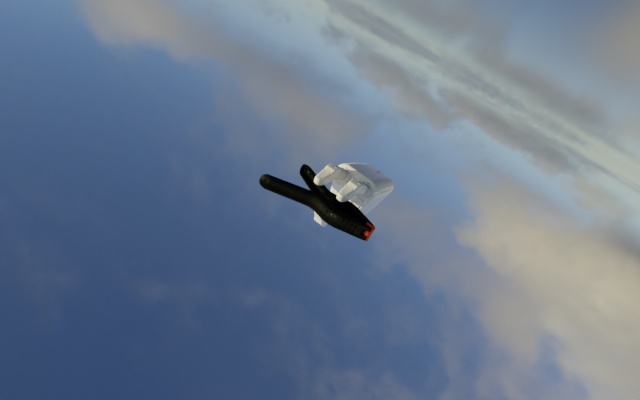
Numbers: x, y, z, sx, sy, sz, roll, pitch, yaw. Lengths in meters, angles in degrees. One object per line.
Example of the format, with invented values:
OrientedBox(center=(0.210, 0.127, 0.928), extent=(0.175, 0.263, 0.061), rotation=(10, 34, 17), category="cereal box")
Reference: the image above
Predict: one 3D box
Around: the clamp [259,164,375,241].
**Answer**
OrientedBox(center=(0.000, 0.004, 0.850), extent=(0.210, 0.036, 0.164), rotation=(38, 25, 21), category="clamp")
